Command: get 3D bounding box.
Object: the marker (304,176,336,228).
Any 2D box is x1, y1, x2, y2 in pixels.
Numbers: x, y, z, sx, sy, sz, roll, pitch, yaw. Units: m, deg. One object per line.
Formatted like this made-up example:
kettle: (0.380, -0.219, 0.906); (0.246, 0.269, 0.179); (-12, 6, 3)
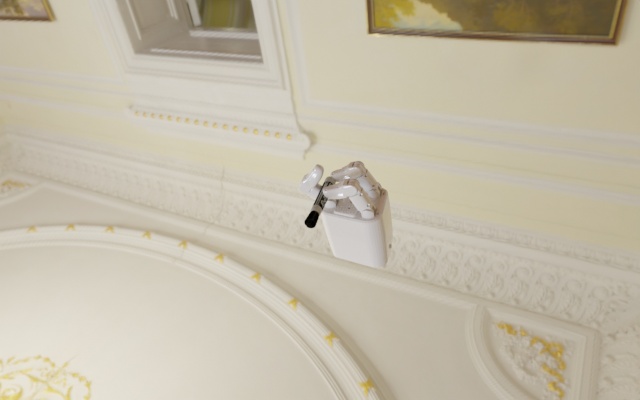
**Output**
marker: (0.000, 0.002, 0.760); (0.020, 0.020, 0.121); (0, 37, 21)
